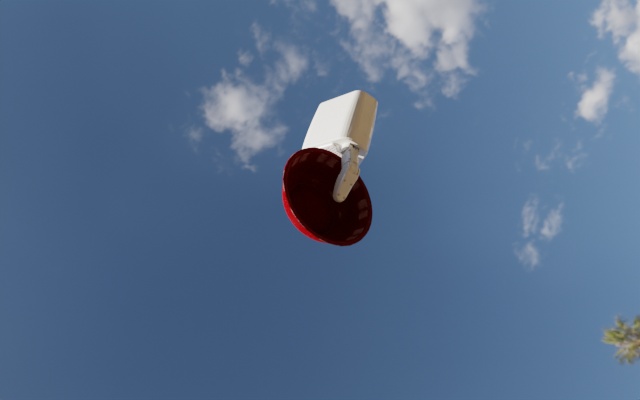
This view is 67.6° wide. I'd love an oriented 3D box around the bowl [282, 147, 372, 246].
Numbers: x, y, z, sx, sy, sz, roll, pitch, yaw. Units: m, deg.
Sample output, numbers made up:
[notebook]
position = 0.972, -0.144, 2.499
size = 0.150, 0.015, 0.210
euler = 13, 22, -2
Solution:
[bowl]
position = -0.001, 0.003, 0.721
size = 0.162, 0.162, 0.055
euler = 0, -25, -39
